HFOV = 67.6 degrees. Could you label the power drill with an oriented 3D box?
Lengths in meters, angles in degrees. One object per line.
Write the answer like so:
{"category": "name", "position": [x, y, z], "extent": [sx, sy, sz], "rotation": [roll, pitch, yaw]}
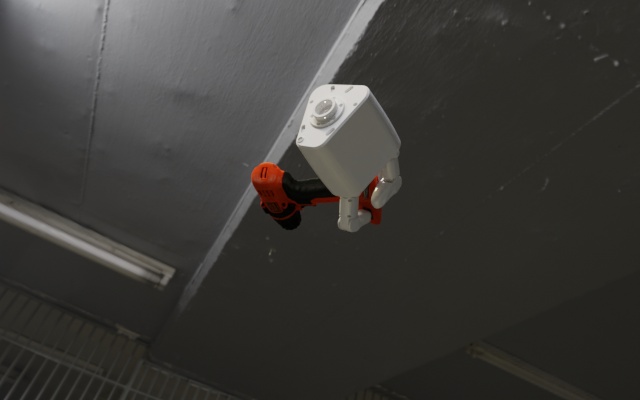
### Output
{"category": "power drill", "position": [0.001, 0.002, 0.750], "extent": [0.187, 0.057, 0.184], "rotation": [0, -24, 11]}
